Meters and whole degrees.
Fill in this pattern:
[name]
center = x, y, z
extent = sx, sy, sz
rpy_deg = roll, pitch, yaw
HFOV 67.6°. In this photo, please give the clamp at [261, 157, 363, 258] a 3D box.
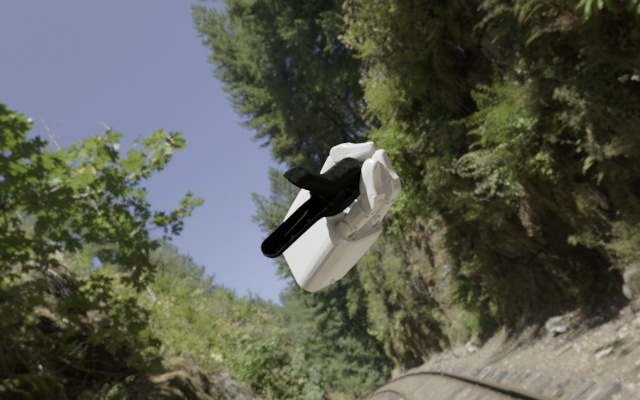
[clamp]
center = 0.000, 0.001, 0.548
extent = 0.039, 0.120, 0.171
rpy_deg = 47, 35, 21
